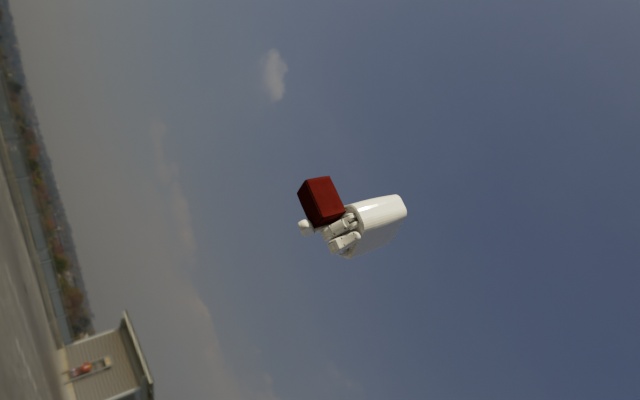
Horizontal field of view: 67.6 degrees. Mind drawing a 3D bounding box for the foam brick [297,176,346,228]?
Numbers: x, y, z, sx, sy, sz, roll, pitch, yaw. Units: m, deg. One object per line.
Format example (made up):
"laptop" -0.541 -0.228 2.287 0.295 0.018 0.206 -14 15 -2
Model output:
"foam brick" 0.000 0.003 0.861 0.051 0.078 0.053 -15 -18 -29
